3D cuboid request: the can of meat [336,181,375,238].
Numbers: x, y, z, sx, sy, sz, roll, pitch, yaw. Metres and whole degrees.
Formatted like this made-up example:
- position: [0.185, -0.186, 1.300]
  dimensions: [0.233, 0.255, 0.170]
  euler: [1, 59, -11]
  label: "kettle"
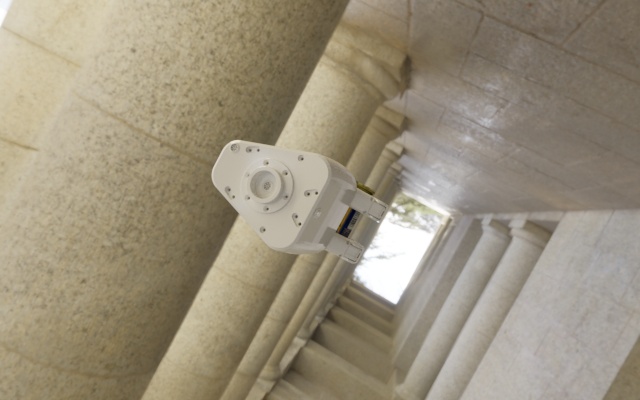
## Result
- position: [0.000, 0.002, 0.568]
  dimensions: [0.102, 0.084, 0.057]
  euler: [29, 2, 12]
  label: "can of meat"
